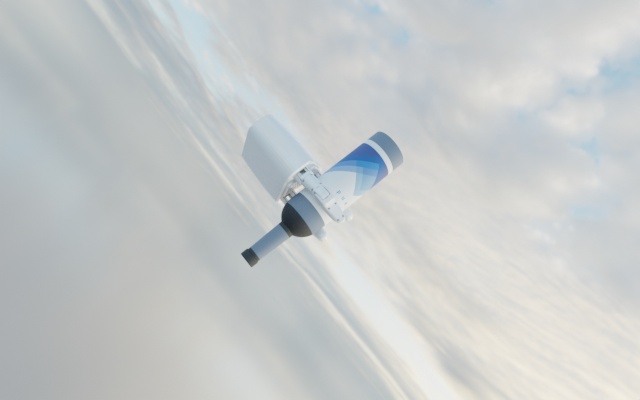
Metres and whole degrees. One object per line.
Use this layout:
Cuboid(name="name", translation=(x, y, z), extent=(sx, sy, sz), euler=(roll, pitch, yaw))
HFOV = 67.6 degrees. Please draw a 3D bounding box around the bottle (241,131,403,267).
Cuboid(name="bottle", translation=(0.000, 0.002, 0.755), extent=(0.295, 0.069, 0.069), euler=(-38, 9, -11))
